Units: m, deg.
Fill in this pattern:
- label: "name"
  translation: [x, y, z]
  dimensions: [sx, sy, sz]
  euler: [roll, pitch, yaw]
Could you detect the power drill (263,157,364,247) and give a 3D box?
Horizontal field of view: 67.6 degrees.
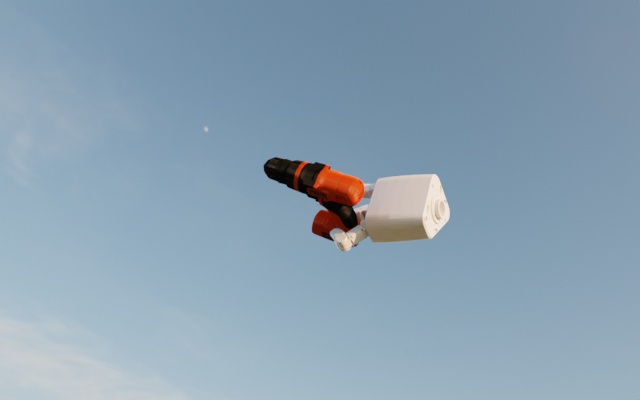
- label: "power drill"
  translation: [0.001, 0.003, 0.841]
  dimensions: [0.184, 0.057, 0.188]
  euler: [19, -25, 26]
